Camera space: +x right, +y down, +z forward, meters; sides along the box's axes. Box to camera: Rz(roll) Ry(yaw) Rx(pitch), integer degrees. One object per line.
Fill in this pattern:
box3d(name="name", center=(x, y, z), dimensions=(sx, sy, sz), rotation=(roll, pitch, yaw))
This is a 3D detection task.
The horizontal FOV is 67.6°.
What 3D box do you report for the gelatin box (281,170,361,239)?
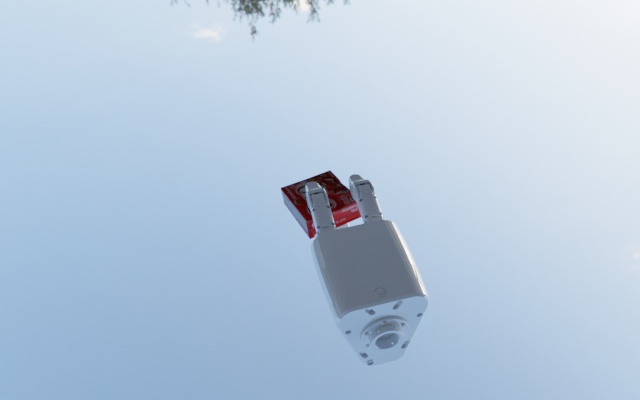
box3d(name="gelatin box", center=(0.000, 0.002, 0.602), dimensions=(0.073, 0.030, 0.089), rotation=(-21, 36, -16))
